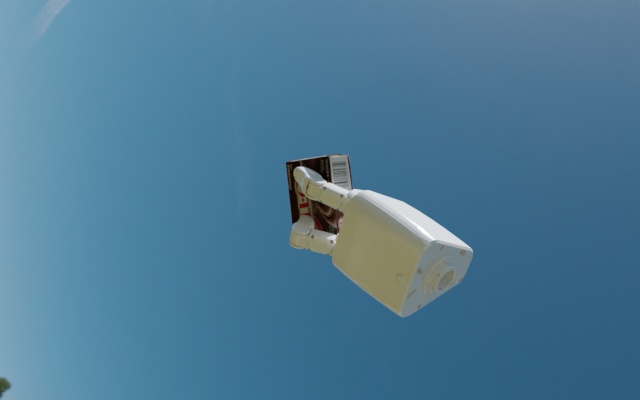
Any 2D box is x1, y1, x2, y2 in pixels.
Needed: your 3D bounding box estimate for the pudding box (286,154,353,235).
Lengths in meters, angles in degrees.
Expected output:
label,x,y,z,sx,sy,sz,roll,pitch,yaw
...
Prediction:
label,x,y,z,sx,sy,sz,roll,pitch,yaw
pudding box,0.000,0.002,0.599,0.039,0.113,0.090,-6,2,-40
